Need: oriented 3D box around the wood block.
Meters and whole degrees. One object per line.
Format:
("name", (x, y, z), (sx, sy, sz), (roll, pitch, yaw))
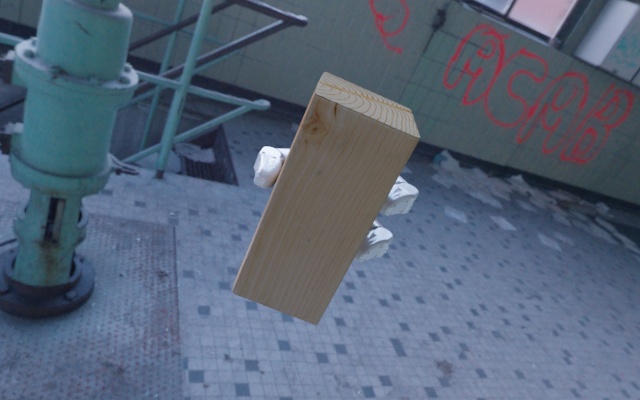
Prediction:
("wood block", (0.000, 0.001, 0.445), (0.091, 0.206, 0.090), (23, 26, -5))
